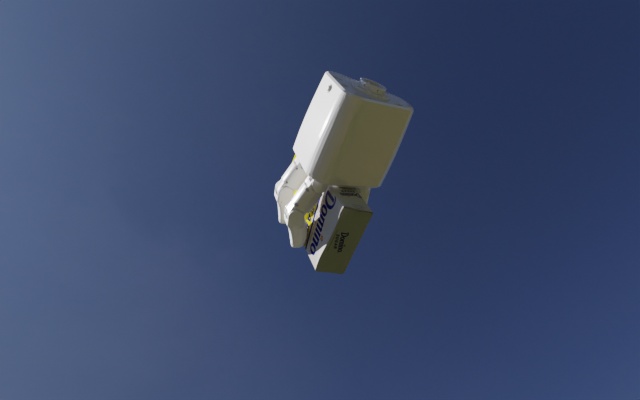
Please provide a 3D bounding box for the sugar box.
[{"bbox_3d":[0.000,0.002,0.612,0.048,0.093,0.176,11,27,-24],"label":"sugar box"}]
